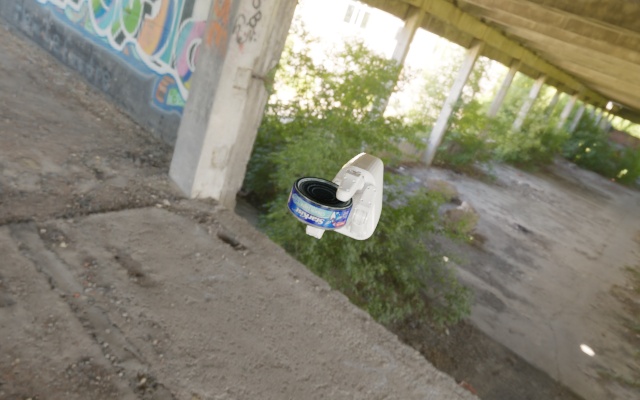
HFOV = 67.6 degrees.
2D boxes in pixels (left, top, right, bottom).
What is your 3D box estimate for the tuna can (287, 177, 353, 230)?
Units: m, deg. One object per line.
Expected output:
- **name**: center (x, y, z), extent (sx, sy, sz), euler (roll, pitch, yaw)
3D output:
- **tuna can**: center (0.000, 0.002, 0.642), extent (0.086, 0.034, 0.086), euler (16, 26, -8)
